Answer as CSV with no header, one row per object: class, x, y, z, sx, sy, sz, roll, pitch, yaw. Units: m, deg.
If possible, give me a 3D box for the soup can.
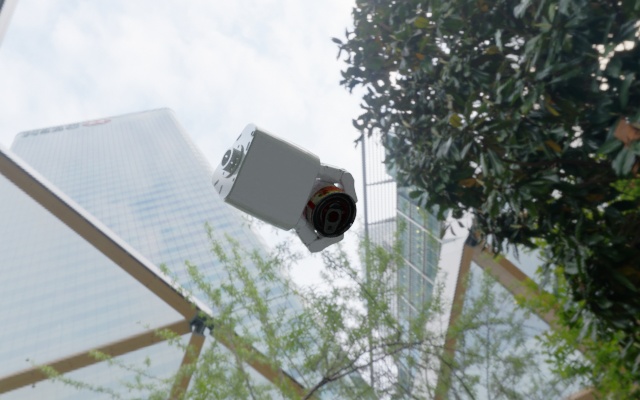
soup can,0.000,0.002,0.694,0.068,0.068,0.102,0,21,-25
